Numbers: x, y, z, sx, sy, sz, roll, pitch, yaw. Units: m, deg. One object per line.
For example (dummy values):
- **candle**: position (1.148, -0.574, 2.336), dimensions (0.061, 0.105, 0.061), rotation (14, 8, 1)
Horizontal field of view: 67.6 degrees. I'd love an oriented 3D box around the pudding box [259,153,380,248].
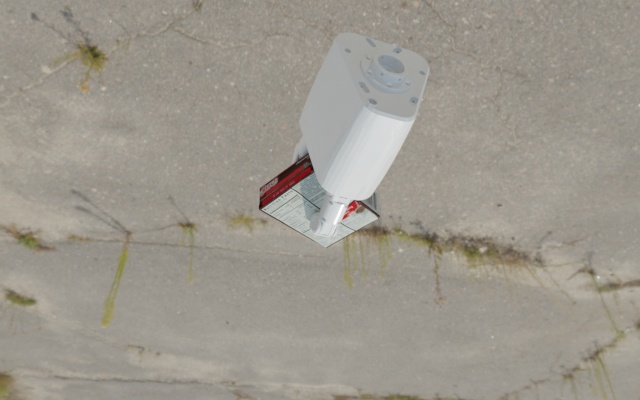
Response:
- **pudding box**: position (0.000, 0.002, 0.542), dimensions (0.090, 0.039, 0.113), rotation (-32, -51, 32)
